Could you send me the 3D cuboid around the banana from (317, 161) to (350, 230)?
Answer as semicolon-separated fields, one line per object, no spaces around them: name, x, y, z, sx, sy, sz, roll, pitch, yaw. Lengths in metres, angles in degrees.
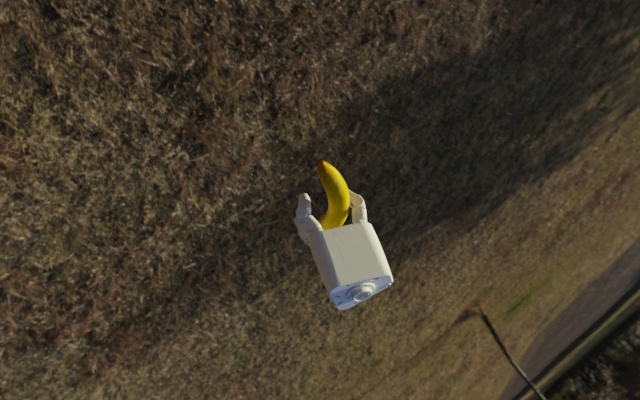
banana;0.018;0.005;0.842;0.069;0.037;0.198;1;-39;-8
